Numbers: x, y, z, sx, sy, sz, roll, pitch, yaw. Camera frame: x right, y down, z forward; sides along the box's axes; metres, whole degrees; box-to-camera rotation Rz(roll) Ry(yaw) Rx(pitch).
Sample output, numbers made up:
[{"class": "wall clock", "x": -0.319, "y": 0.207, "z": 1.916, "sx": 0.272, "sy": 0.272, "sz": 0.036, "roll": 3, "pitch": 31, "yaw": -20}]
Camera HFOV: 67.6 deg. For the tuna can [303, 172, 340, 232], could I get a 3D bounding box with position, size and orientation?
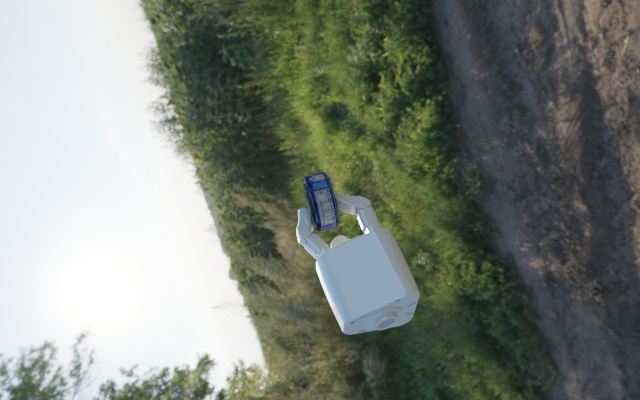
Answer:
[{"class": "tuna can", "x": 0.000, "y": 0.002, "z": 0.707, "sx": 0.034, "sy": 0.086, "sz": 0.086, "roll": -14, "pitch": 2, "yaw": -7}]
